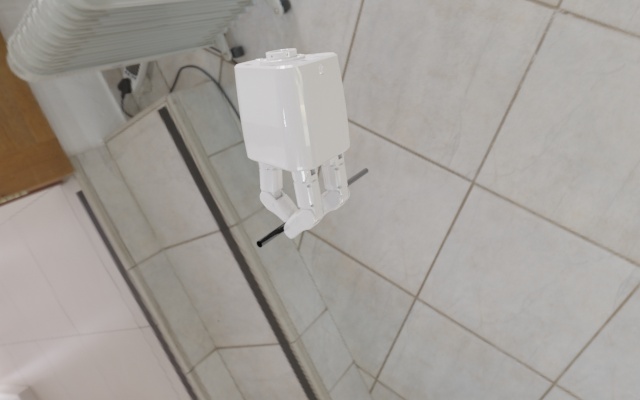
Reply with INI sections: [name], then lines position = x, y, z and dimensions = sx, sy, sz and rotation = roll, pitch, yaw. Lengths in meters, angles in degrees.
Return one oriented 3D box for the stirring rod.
[stirring rod]
position = 0.000, 0.002, 0.607
dimensions = 0.011, 0.011, 0.239
rotation = 0, 22, 37
